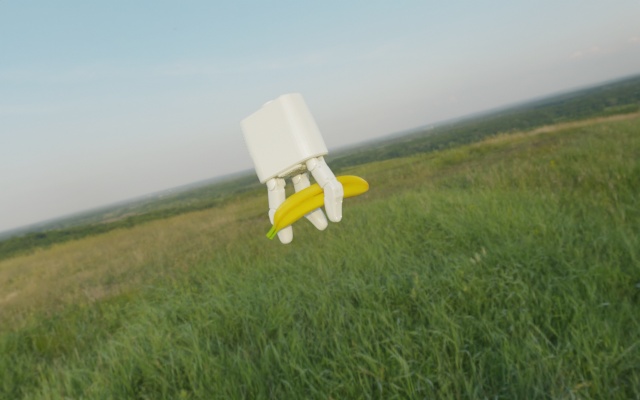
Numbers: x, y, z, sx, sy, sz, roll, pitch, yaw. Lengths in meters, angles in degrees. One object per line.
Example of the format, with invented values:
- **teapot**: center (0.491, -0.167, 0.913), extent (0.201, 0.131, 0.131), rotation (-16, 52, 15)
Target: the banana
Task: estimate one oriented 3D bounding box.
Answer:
- **banana**: center (0.002, -0.004, 0.746), extent (0.198, 0.037, 0.070), rotation (-25, -17, -24)
